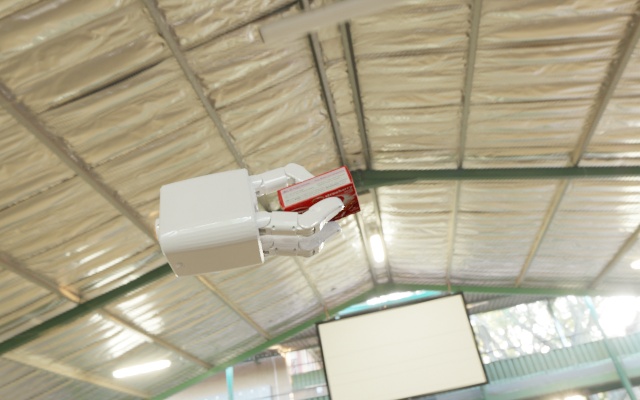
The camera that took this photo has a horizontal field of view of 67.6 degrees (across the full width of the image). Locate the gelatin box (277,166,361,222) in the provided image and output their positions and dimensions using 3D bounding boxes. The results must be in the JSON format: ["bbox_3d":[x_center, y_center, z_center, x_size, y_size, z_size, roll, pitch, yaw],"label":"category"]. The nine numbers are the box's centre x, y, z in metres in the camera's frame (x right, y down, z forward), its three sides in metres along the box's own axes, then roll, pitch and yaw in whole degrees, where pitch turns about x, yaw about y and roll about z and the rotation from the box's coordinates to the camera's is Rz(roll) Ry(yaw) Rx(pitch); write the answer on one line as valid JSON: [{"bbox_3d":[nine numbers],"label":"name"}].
[{"bbox_3d":[0.000,0.001,0.579,0.089,0.030,0.073,-21,-31,1],"label":"gelatin box"}]
